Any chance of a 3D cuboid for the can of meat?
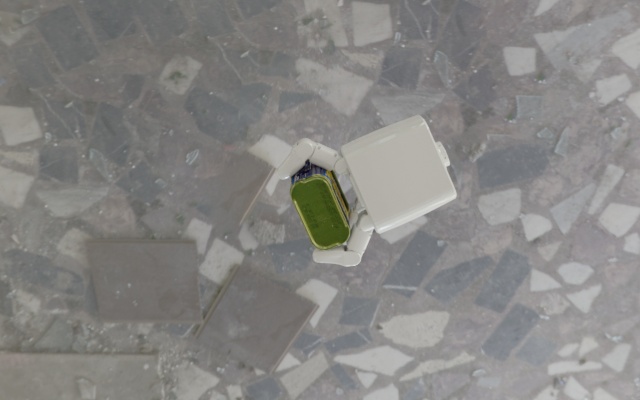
[{"bbox_3d":[0.000,0.002,0.607,0.057,0.102,0.084,-22,19,7],"label":"can of meat"}]
